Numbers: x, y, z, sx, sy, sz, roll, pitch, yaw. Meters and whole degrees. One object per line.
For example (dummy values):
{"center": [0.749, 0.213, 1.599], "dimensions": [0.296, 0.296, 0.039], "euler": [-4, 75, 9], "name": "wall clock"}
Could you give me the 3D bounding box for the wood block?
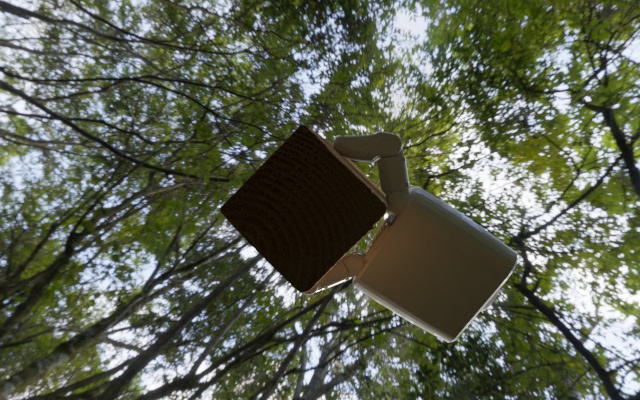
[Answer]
{"center": [0.000, 0.002, 0.440], "dimensions": [0.090, 0.091, 0.206], "euler": [45, 7, 3], "name": "wood block"}
